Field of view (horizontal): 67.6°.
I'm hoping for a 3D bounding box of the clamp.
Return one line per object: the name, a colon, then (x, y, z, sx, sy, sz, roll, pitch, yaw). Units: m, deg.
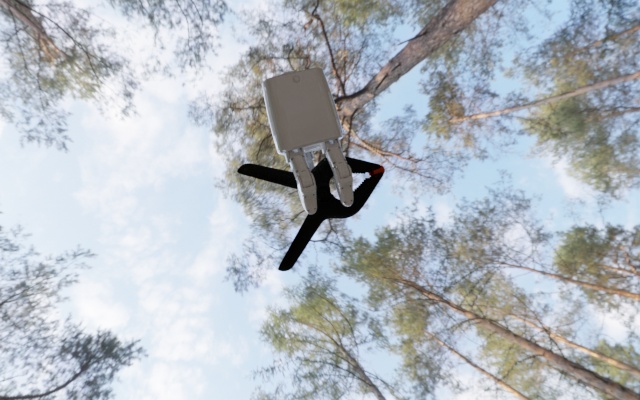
clamp: (0.000, 0.002, 0.704, 0.210, 0.164, 0.036, -16, 3, -12)
